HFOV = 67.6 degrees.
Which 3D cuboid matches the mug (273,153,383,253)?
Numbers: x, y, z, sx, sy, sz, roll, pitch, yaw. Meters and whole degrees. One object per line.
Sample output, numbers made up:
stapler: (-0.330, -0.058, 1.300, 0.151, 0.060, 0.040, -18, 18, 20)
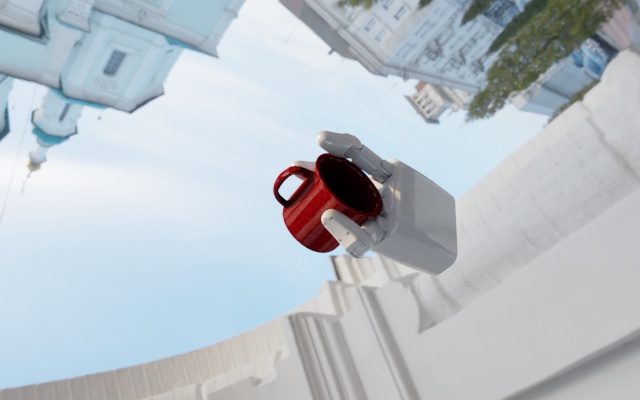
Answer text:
mug: (-0.001, 0.001, 0.540, 0.117, 0.093, 0.081, 26, -55, -26)
